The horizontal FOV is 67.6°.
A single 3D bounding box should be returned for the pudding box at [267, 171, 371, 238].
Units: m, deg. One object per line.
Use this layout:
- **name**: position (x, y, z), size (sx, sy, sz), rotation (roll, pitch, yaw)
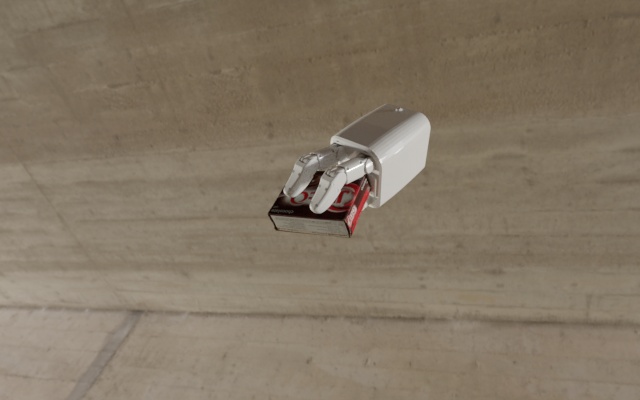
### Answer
- **pudding box**: position (0.000, 0.002, 0.631), size (0.113, 0.039, 0.090), rotation (2, 43, 27)
